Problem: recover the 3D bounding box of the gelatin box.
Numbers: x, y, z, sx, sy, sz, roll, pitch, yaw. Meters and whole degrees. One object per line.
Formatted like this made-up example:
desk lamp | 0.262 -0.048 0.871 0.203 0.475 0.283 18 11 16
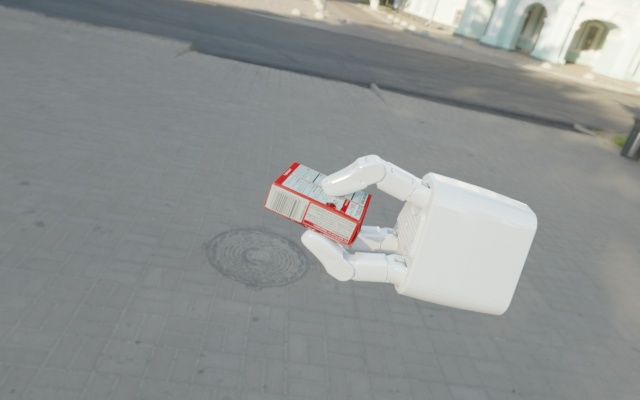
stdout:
gelatin box | 0.000 0.001 0.456 0.089 0.030 0.073 25 24 3
